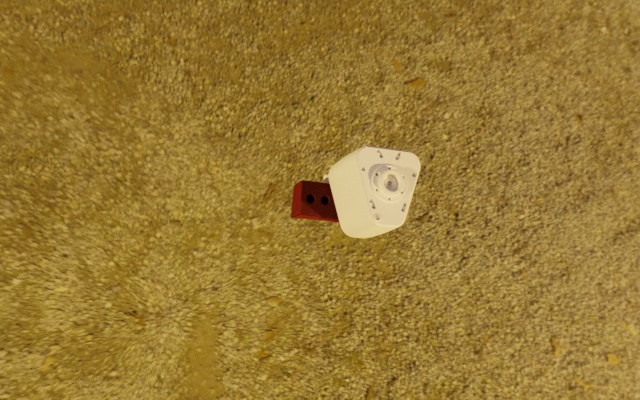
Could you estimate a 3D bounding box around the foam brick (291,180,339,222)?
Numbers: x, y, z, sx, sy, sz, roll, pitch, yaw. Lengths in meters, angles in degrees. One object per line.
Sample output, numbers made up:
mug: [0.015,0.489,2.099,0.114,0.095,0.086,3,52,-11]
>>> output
foam brick: [0.000,0.002,0.718,0.078,0.053,0.051,6,-8,-16]
